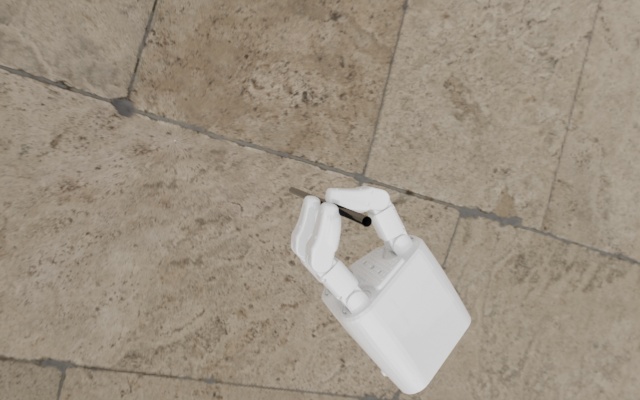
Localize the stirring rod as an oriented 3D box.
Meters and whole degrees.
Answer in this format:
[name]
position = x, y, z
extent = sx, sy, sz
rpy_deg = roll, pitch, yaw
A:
[stirring rod]
position = 0.000, 0.002, 0.472
extent = 0.011, 0.011, 0.239
rpy_deg = 0, 7, -17
